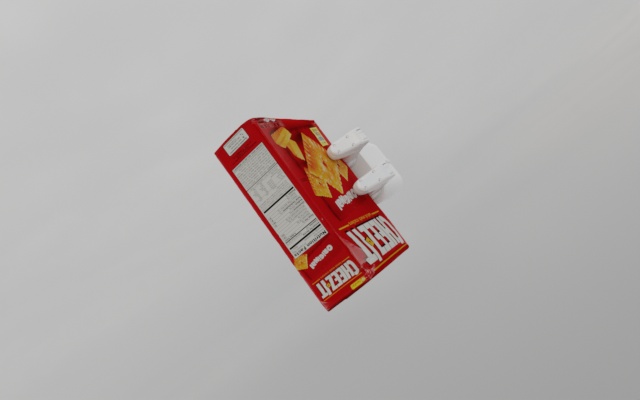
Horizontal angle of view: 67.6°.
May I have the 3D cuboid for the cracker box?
[{"bbox_3d":[0.000,0.002,0.564,0.072,0.213,0.164,-41,-10,23],"label":"cracker box"}]
